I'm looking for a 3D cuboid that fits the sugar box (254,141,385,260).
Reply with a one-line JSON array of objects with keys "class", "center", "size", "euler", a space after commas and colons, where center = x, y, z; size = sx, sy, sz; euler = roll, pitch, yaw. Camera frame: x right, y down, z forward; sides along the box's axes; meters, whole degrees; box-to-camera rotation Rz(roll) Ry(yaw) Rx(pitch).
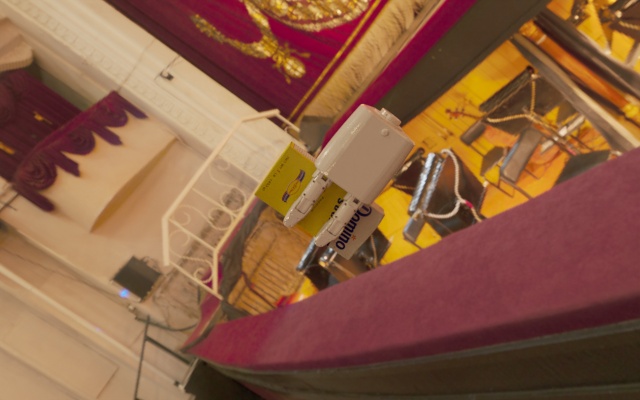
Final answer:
[{"class": "sugar box", "center": [0.000, 0.002, 0.712], "size": [0.176, 0.093, 0.048], "euler": [35, 16, -7]}]
